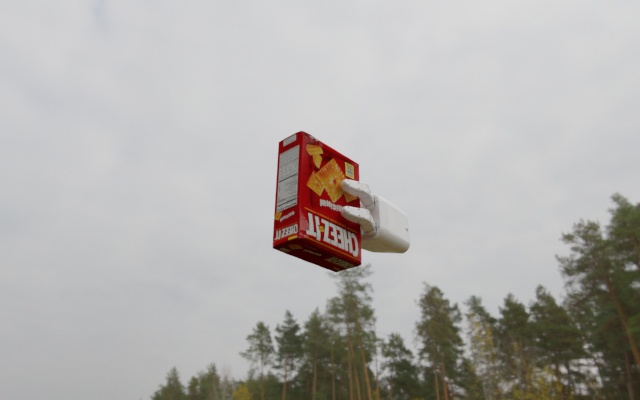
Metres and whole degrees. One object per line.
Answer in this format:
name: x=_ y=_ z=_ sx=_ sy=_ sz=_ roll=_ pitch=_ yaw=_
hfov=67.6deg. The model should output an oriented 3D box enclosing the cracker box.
cracker box: x=0.000 y=0.003 z=0.863 sx=0.072 sy=0.213 sz=0.164 roll=-23 pitch=-36 yaw=37
